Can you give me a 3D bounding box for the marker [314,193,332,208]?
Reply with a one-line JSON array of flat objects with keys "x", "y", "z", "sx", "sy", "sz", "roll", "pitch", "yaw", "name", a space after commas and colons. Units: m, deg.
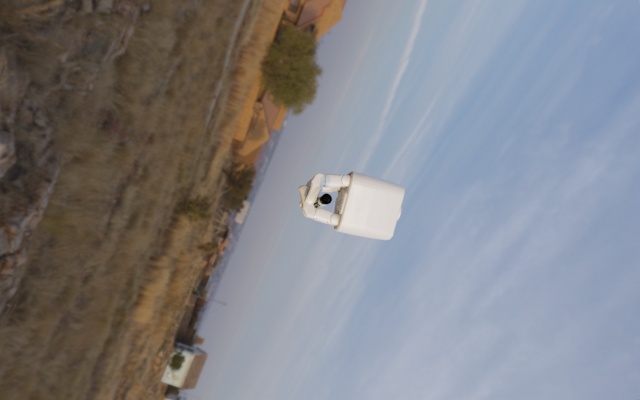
[{"x": 0.000, "y": 0.003, "z": 0.855, "sx": 0.020, "sy": 0.020, "sz": 0.121, "roll": 0, "pitch": -6, "yaw": -11, "name": "marker"}]
